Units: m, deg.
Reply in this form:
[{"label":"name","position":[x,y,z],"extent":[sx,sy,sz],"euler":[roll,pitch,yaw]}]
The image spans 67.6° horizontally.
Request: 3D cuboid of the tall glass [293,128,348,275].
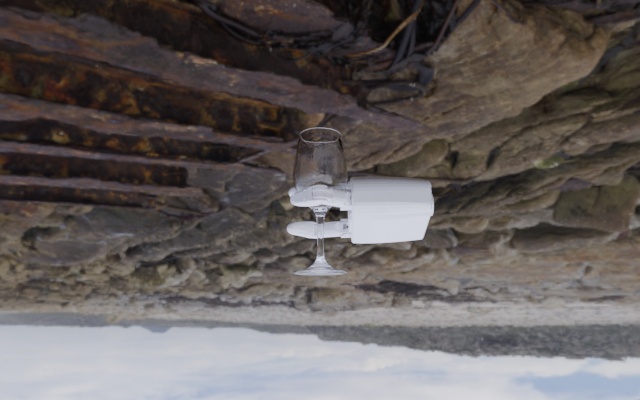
[{"label":"tall glass","position":[0.000,0.003,0.673],"extent":[0.079,0.201,0.079],"euler":[-1,-12,0]}]
